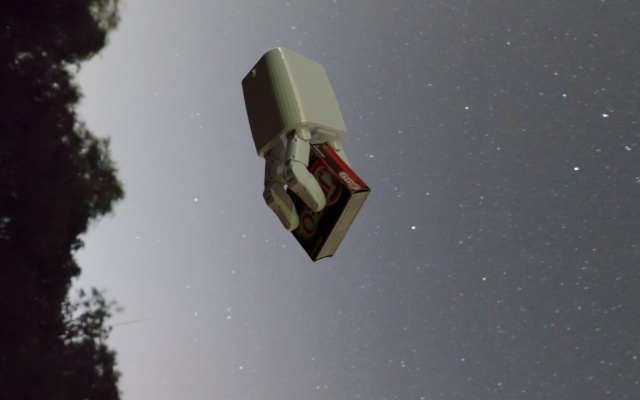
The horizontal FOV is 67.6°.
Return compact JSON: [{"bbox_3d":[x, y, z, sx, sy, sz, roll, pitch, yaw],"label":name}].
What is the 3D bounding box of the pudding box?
[{"bbox_3d":[0.000,0.002,0.569,0.039,0.114,0.090,-9,47,-40],"label":"pudding box"}]
